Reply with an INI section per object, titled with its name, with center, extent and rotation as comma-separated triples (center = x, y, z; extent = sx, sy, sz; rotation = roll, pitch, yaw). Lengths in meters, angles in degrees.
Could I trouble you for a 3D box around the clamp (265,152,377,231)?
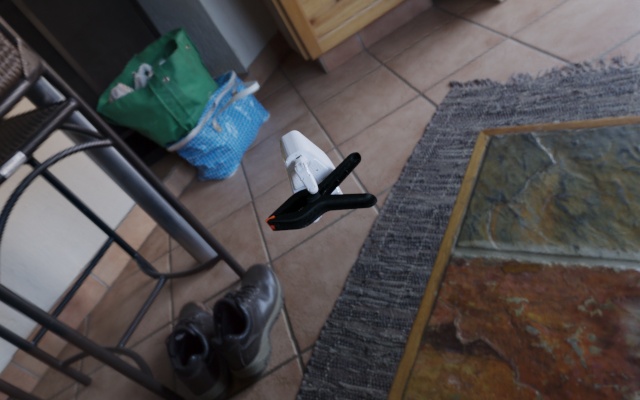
[clamp]
center = -0.001, 0.002, 0.844
extent = 0.210, 0.036, 0.164
rotation = -31, 30, 5
